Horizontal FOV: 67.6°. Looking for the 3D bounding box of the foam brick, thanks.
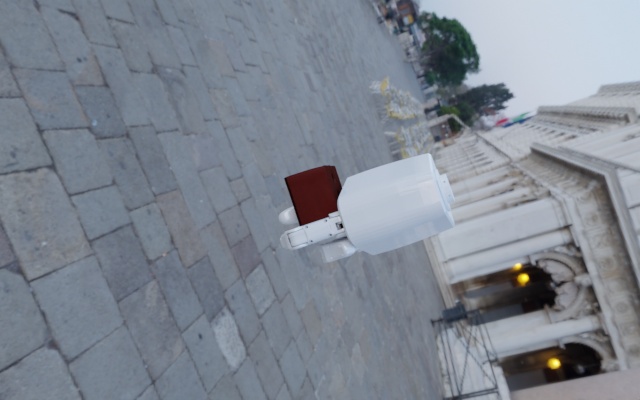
[{"bbox_3d":[0.000,0.002,0.560,0.051,0.078,0.053,-19,-2,17],"label":"foam brick"}]
